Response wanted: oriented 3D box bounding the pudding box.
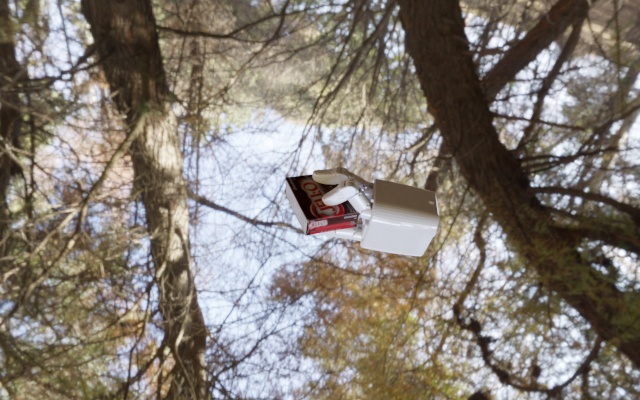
[{"bbox_3d":[0.000,0.003,0.777,0.090,0.039,0.113,-8,40,-22],"label":"pudding box"}]
